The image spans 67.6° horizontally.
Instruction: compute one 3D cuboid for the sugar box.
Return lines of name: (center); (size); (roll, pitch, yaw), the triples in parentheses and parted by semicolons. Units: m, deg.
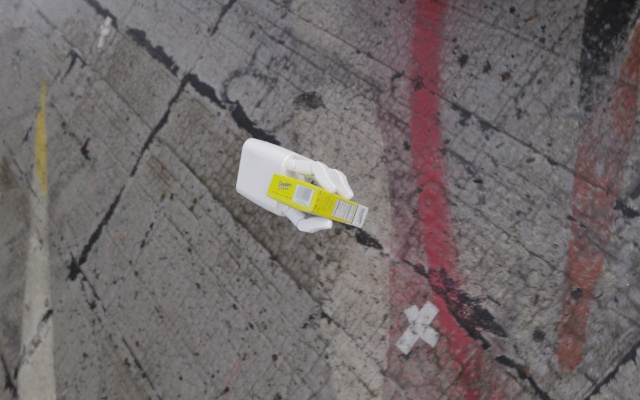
sugar box: (0.000, 0.002, 0.807); (0.093, 0.048, 0.176); (21, 3, 33)
